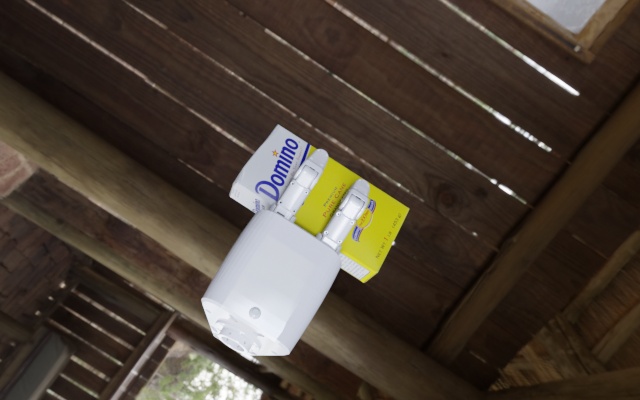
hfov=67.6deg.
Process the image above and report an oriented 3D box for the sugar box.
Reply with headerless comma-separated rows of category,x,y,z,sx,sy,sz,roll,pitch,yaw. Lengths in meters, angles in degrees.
sugar box,0.000,0.002,0.523,0.176,0.093,0.048,33,-31,-3
